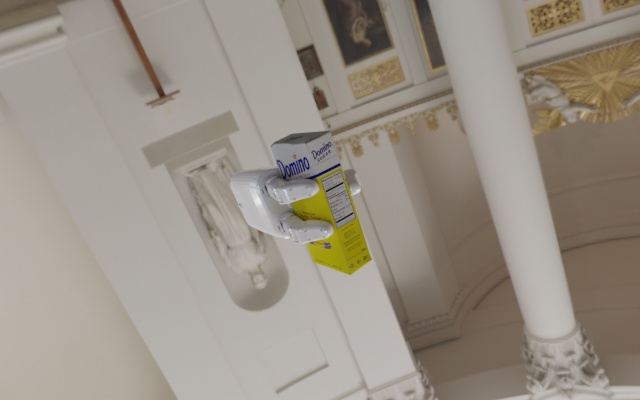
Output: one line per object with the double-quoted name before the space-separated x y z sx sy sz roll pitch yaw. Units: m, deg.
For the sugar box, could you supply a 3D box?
"sugar box" 0.000 0.002 0.606 0.048 0.176 0.093 -31 20 -27
